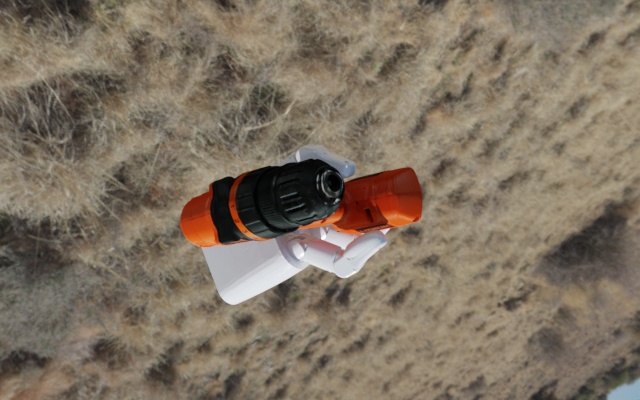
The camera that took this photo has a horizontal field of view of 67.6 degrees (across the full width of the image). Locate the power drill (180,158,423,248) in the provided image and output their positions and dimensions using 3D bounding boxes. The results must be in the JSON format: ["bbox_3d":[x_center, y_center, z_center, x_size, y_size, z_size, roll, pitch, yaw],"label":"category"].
[{"bbox_3d":[0.000,0.001,0.402,0.187,0.057,0.184,-1,-7,-41],"label":"power drill"}]
